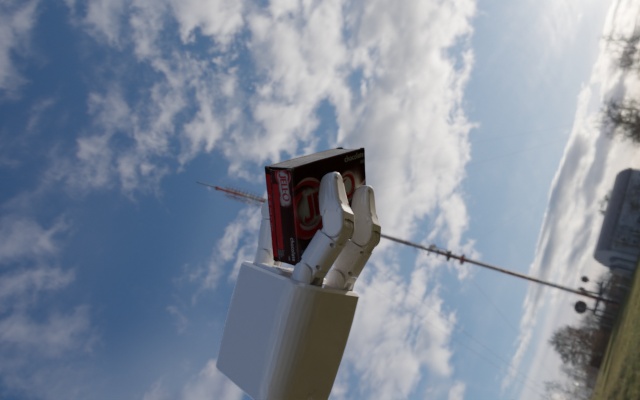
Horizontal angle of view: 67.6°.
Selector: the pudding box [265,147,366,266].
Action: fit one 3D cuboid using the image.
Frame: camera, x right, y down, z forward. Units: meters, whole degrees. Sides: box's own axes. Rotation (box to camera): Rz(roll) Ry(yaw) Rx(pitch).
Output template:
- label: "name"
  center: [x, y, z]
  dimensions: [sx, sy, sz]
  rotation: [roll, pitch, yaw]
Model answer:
- label: "pudding box"
  center: [0.000, 0.002, 0.453]
  dimensions: [0.039, 0.090, 0.113]
  rotation: [9, 20, 35]
